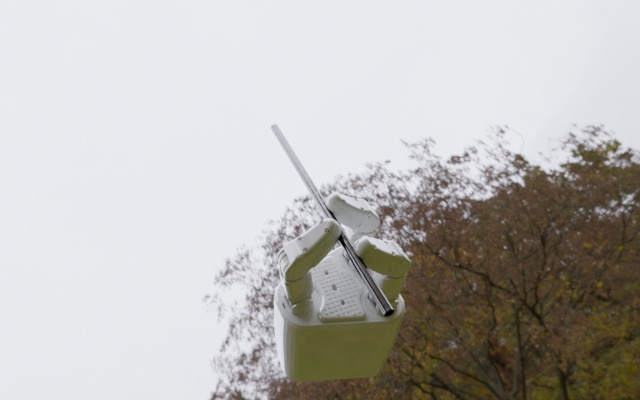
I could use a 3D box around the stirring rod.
[{"bbox_3d":[0.000,0.001,0.409,0.011,0.011,0.239,0,39,-31],"label":"stirring rod"}]
